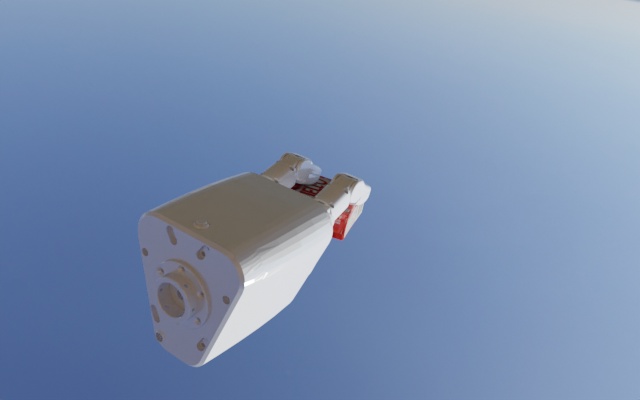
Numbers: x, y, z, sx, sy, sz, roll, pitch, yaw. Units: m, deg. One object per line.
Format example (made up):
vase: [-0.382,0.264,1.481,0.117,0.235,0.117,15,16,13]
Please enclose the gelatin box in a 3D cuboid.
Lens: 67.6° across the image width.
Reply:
gelatin box: [0.000,0.002,0.464,0.073,0.030,0.089,18,20,11]
